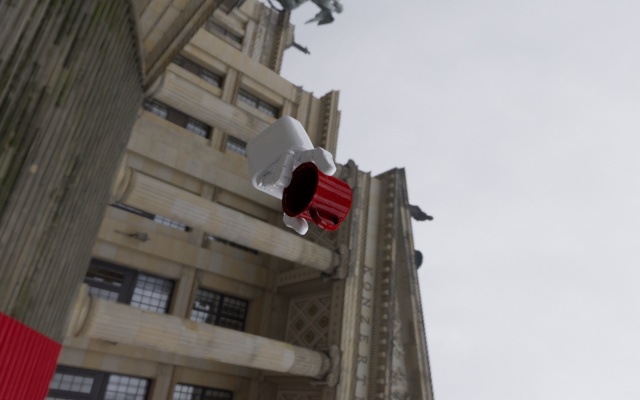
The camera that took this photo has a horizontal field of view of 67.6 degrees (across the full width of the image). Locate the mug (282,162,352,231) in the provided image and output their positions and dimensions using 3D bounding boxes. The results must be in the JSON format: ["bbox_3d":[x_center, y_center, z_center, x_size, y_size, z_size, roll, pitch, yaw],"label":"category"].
[{"bbox_3d":[0.001,0.003,0.763,0.081,0.093,0.117,23,29,-35],"label":"mug"}]
